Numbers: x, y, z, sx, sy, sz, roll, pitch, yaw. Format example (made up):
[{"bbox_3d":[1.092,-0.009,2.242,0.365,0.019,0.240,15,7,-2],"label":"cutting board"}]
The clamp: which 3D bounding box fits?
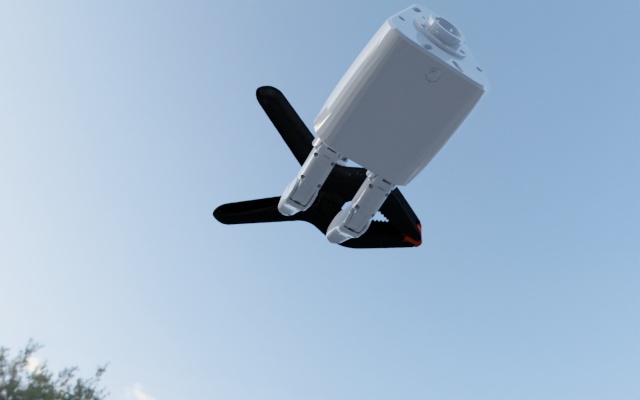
[{"bbox_3d":[0.001,0.001,0.474,0.210,0.165,0.036,28,38,-11],"label":"clamp"}]
